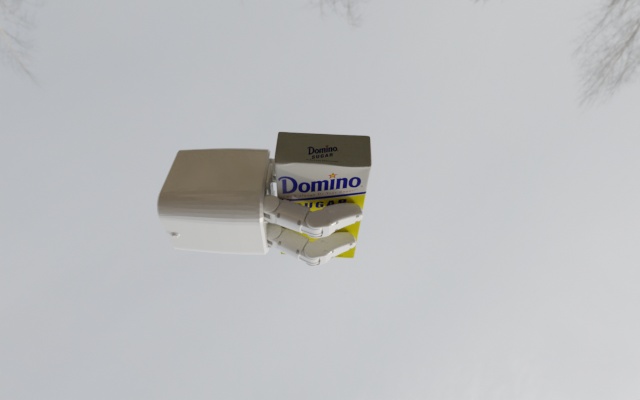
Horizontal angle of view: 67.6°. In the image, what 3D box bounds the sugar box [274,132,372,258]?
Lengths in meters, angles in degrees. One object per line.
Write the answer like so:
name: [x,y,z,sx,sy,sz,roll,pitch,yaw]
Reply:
sugar box: [0.000,0.002,0.520,0.093,0.048,0.176,2,-33,0]
